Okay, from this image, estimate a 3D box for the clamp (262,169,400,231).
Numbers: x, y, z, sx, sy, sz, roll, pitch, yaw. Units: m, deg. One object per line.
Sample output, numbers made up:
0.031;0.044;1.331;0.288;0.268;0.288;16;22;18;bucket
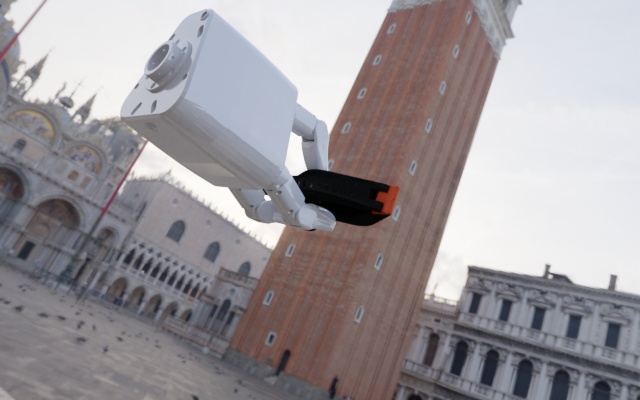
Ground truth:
0.001;0.001;0.504;0.210;0.036;0.165;5;-20;42;clamp
